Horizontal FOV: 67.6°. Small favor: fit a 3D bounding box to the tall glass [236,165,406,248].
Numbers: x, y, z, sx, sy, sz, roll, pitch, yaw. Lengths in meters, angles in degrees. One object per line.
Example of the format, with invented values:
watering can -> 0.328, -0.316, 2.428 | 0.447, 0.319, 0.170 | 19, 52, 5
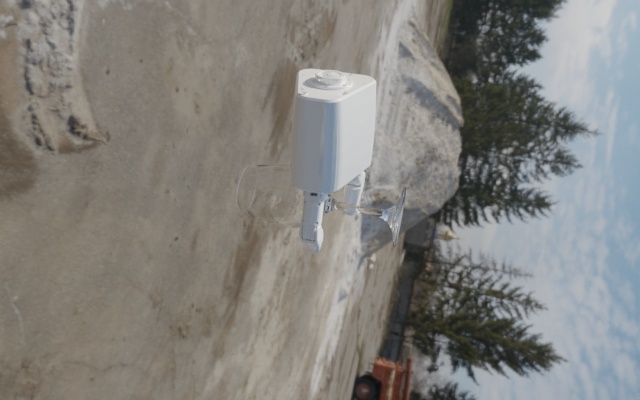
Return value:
tall glass -> 0.001, 0.002, 0.593 | 0.201, 0.079, 0.079 | 10, 2, 12
